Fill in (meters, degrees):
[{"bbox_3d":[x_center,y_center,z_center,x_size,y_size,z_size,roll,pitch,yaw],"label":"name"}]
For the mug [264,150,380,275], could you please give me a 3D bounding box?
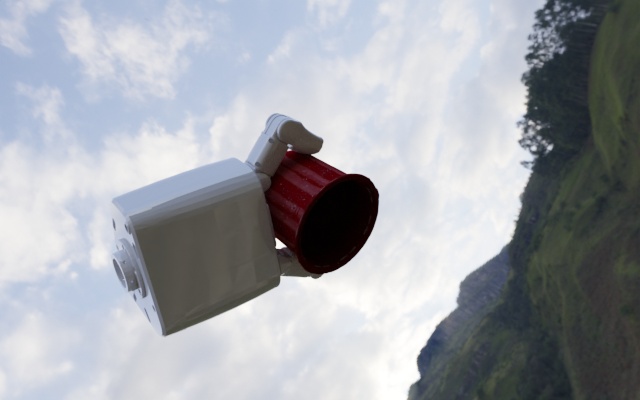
[{"bbox_3d":[0.001,0.001,0.431,0.117,0.093,0.081,-22,38,-34],"label":"mug"}]
